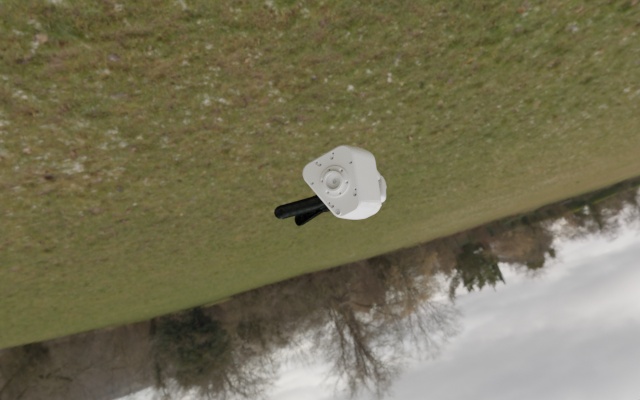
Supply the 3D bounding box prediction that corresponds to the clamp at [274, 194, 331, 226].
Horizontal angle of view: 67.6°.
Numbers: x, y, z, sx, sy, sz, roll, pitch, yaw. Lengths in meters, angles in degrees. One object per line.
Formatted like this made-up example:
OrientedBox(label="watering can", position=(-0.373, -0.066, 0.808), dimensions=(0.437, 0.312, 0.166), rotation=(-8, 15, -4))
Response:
OrientedBox(label="clamp", position=(0.001, 0.003, 0.876), dimensions=(0.171, 0.039, 0.120), rotation=(-28, -11, 20))
